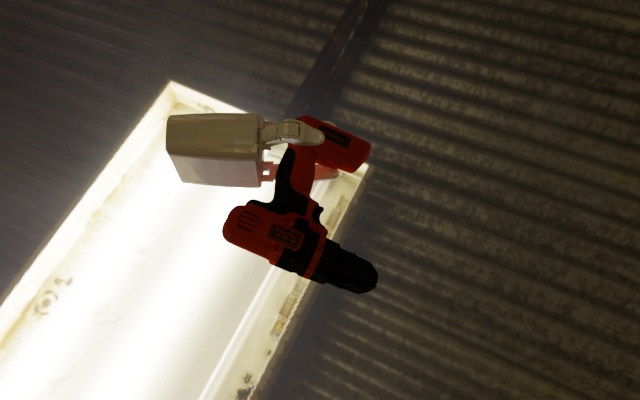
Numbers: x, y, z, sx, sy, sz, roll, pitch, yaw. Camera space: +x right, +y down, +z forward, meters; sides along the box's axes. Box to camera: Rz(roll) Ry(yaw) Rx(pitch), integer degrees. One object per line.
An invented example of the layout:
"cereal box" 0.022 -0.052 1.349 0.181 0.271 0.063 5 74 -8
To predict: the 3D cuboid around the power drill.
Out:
"power drill" 0.000 0.001 0.565 0.184 0.187 0.057 24 -30 -7
